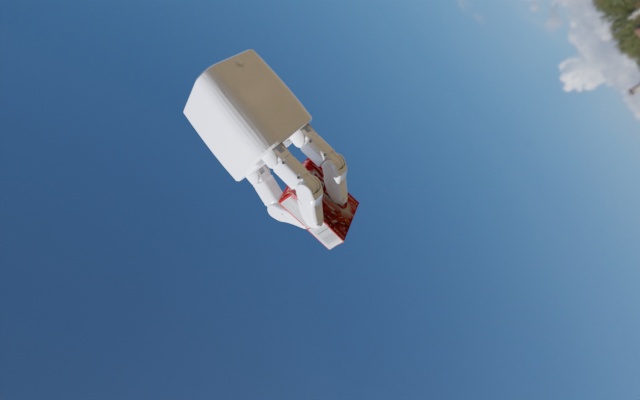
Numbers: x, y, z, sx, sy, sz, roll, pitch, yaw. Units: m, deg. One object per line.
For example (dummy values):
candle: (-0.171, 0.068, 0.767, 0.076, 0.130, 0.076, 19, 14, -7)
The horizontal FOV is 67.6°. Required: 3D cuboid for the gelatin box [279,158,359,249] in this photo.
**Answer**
gelatin box: (0.000, 0.002, 0.571, 0.030, 0.089, 0.073, -33, 21, 39)
